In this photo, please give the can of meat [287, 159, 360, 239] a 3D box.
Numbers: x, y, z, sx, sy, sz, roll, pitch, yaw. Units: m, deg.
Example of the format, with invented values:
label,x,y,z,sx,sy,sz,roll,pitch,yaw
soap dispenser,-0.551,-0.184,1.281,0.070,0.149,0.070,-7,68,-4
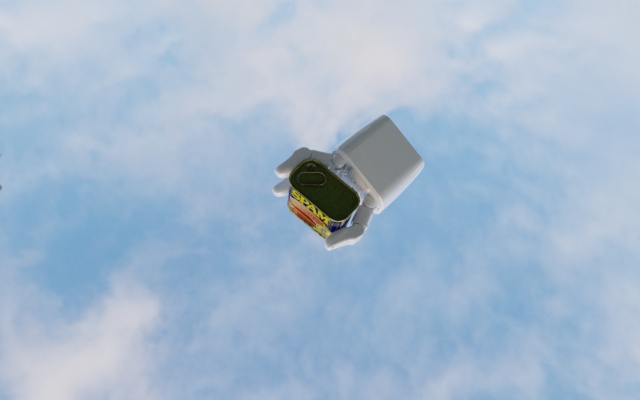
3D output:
label,x,y,z,sx,sy,sz,roll,pitch,yaw
can of meat,0.000,0.003,0.688,0.102,0.057,0.084,40,-25,11
